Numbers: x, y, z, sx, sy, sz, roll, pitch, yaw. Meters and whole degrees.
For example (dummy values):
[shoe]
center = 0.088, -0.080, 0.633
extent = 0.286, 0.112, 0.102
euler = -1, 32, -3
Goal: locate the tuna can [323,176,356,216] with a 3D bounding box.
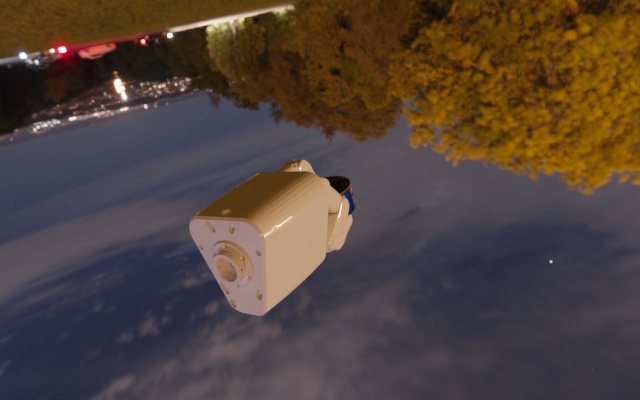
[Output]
[tuna can]
center = 0.000, 0.002, 0.598
extent = 0.086, 0.034, 0.086
euler = -15, 21, 6
